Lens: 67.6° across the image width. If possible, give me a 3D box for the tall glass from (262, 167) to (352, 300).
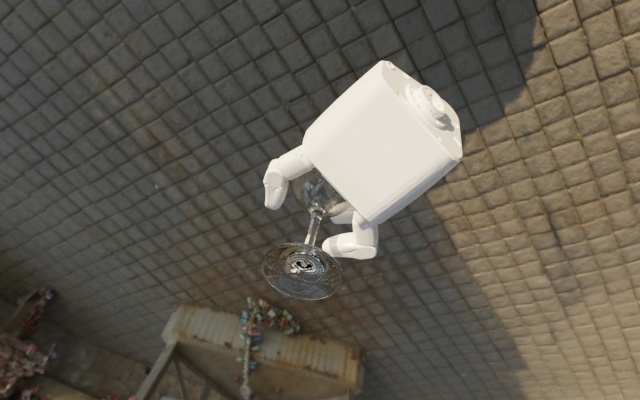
[{"bbox_3d":[0.000,0.002,0.502,0.079,0.079,0.201,0,40,12],"label":"tall glass"}]
